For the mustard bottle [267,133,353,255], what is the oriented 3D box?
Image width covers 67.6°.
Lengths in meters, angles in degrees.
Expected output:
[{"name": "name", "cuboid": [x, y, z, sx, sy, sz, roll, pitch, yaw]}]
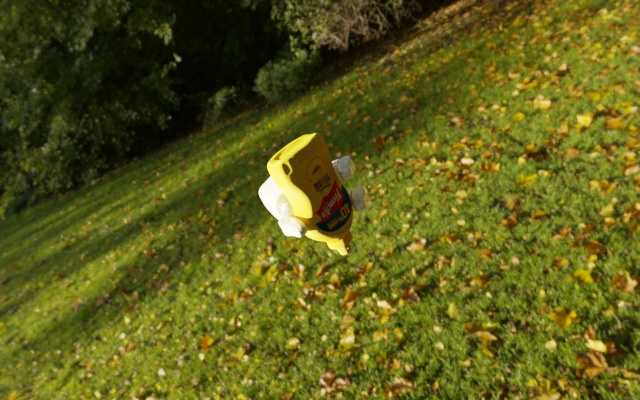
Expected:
[{"name": "mustard bottle", "cuboid": [0.000, 0.002, 0.720, 0.058, 0.192, 0.096, -1, 34, 47]}]
